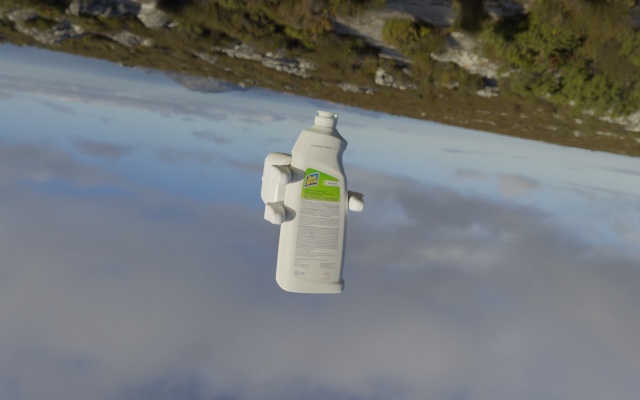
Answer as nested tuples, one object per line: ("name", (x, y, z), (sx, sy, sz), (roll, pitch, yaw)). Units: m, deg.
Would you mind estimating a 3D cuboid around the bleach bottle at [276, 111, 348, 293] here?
("bleach bottle", (0.000, 0.002, 0.677), (0.102, 0.251, 0.068), (5, 10, -20))
